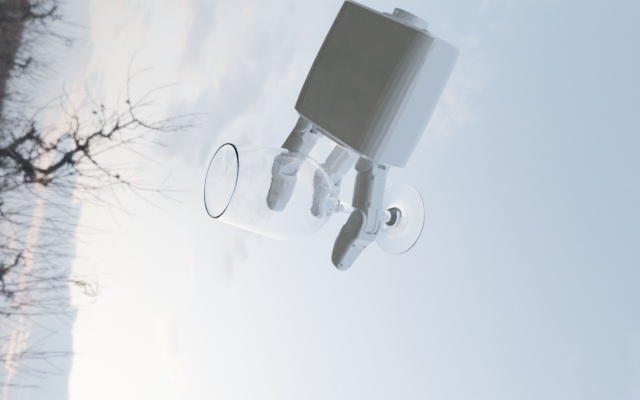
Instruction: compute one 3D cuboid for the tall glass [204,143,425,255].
[{"bbox_3d":[0.001,0.002,0.434,0.201,0.079,0.079,12,-7,-35],"label":"tall glass"}]
